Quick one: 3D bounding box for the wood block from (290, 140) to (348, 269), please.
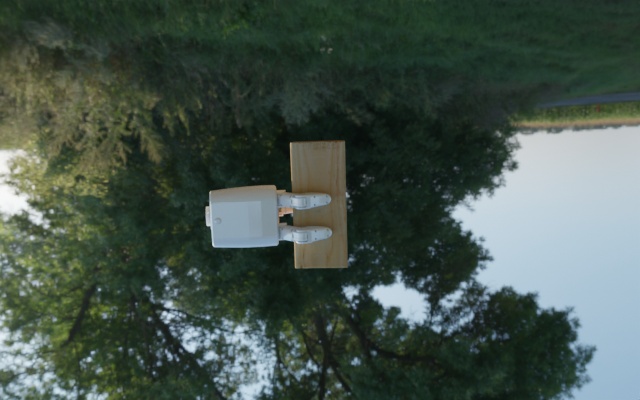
[{"bbox_3d":[0.000,0.003,0.811,0.090,0.206,0.091,-1,9,2],"label":"wood block"}]
